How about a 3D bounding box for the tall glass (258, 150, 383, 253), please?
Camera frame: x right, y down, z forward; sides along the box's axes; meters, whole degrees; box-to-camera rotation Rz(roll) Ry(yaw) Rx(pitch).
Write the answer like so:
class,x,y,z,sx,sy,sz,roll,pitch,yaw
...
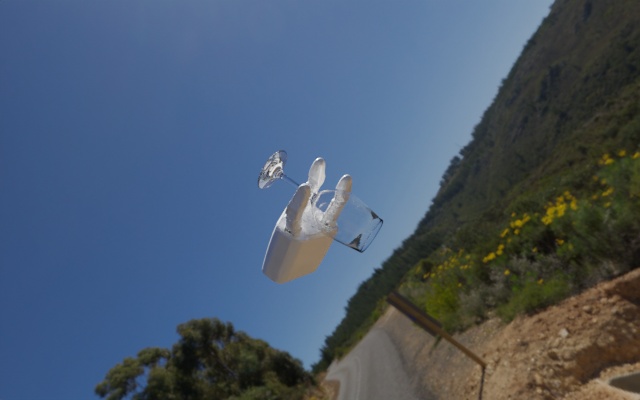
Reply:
class,x,y,z,sx,sy,sz,roll,pitch,yaw
tall glass,0.000,0.002,0.761,0.201,0.079,0.079,34,10,16
